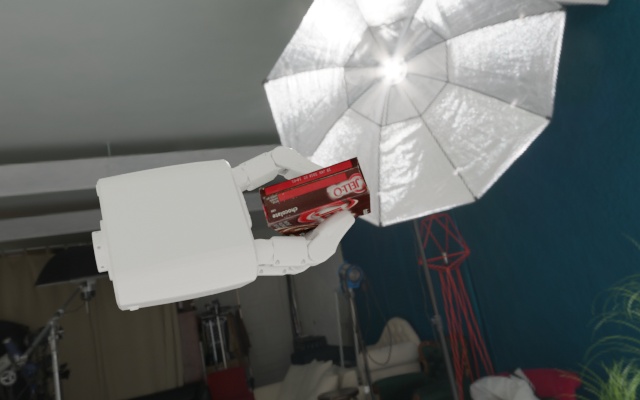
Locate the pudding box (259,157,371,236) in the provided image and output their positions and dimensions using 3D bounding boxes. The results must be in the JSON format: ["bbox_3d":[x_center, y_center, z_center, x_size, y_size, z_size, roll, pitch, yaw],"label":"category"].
[{"bbox_3d":[0.000,0.001,0.448,0.090,0.039,0.113,-17,-10,4],"label":"pudding box"}]
